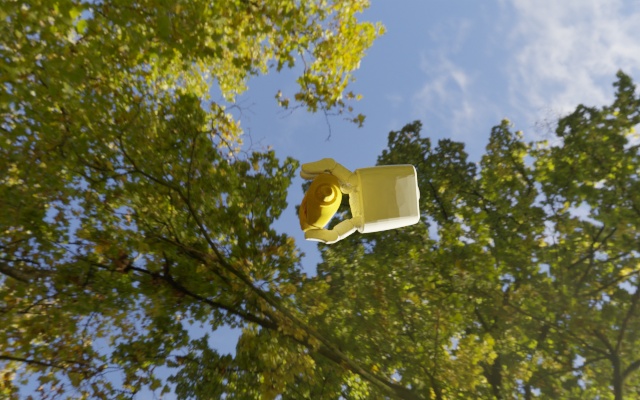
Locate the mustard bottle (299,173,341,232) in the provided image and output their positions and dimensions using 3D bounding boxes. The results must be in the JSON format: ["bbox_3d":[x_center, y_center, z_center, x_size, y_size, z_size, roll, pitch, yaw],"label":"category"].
[{"bbox_3d":[0.000,0.003,0.850,0.058,0.096,0.192,18,-12,-4],"label":"mustard bottle"}]
